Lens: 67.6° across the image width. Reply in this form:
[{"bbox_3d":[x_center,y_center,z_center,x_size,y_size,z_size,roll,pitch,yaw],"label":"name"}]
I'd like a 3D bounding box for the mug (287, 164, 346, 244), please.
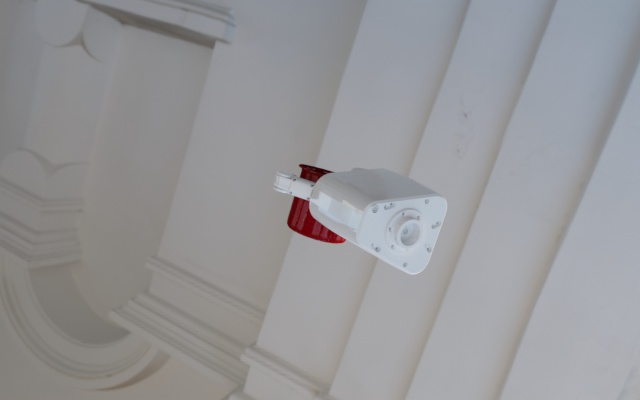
[{"bbox_3d":[-0.001,0.002,0.626,0.093,0.081,0.117,12,9,-29],"label":"mug"}]
